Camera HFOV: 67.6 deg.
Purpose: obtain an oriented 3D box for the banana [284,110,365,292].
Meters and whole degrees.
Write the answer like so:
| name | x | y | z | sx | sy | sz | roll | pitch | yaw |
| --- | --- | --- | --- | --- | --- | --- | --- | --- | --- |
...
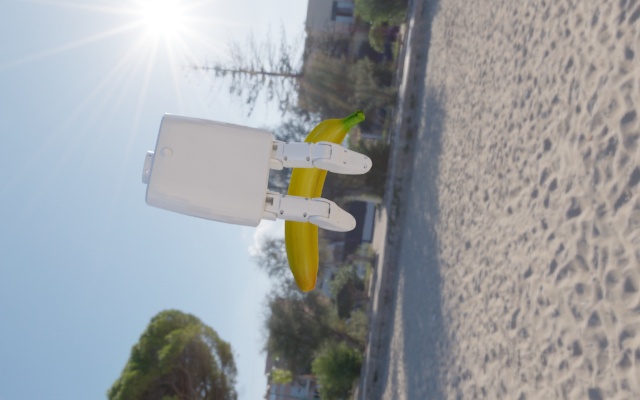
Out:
| name | x | y | z | sx | sy | sz | roll | pitch | yaw |
| --- | --- | --- | --- | --- | --- | --- | --- | --- | --- |
| banana | -0.009 | -0.005 | 0.516 | 0.037 | 0.198 | 0.069 | 14 | 2 | -35 |
